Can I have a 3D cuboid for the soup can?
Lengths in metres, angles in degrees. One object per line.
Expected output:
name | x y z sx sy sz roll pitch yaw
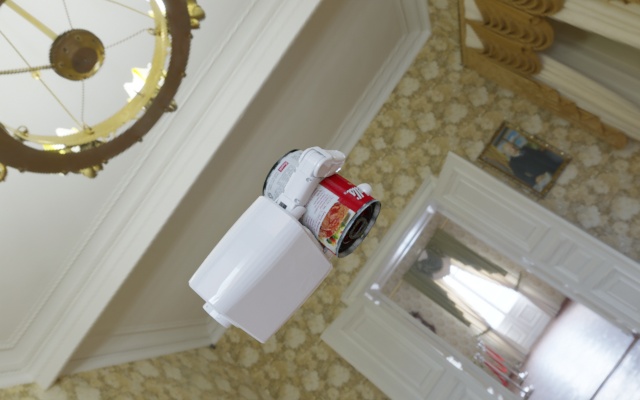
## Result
soup can | 0.000 0.001 0.482 0.102 0.068 0.068 36 15 22
